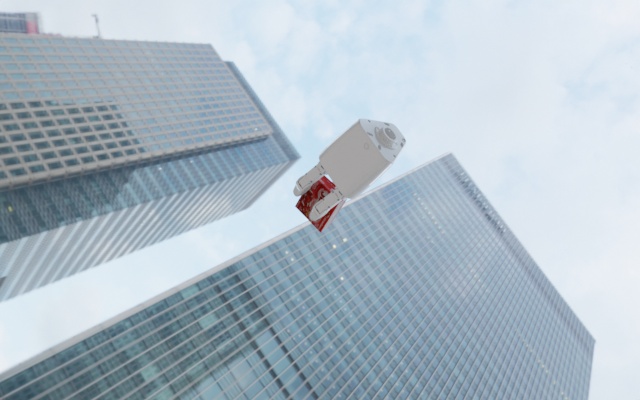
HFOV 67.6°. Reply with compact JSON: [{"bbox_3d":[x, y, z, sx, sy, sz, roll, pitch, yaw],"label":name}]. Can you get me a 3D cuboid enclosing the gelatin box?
[{"bbox_3d":[0.000,0.003,0.884,0.030,0.073,0.089,-27,-24,-47],"label":"gelatin box"}]
